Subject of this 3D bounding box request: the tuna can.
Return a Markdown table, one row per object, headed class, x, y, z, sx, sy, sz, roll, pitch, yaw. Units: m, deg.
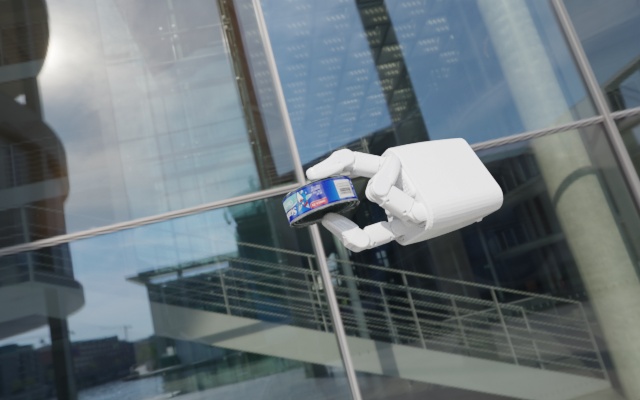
| class | x | y | z | sx | sy | sz | roll | pitch | yaw |
| --- | --- | --- | --- | --- | --- | --- | --- | --- | --- |
| tuna can | 0.000 | 0.001 | 0.558 | 0.086 | 0.033 | 0.086 | -19 | -11 | -4 |
